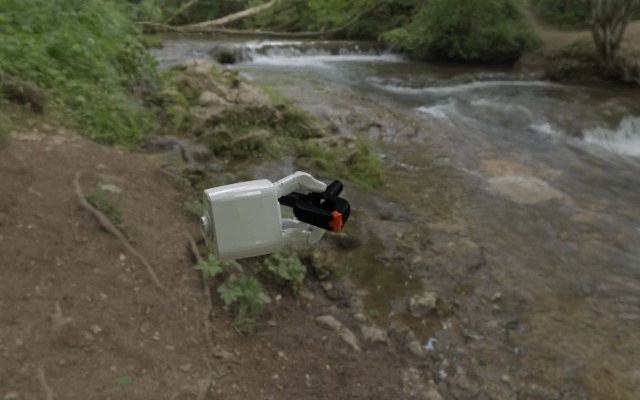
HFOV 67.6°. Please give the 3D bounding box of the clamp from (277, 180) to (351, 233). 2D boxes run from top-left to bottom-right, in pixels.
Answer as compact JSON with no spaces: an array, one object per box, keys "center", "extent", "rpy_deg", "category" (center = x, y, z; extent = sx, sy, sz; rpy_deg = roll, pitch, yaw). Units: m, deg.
[{"center":[0.000,0.002,0.811],"extent":[0.164,0.036,0.210],"rpy_deg":[-8,20,-25],"category":"clamp"}]
